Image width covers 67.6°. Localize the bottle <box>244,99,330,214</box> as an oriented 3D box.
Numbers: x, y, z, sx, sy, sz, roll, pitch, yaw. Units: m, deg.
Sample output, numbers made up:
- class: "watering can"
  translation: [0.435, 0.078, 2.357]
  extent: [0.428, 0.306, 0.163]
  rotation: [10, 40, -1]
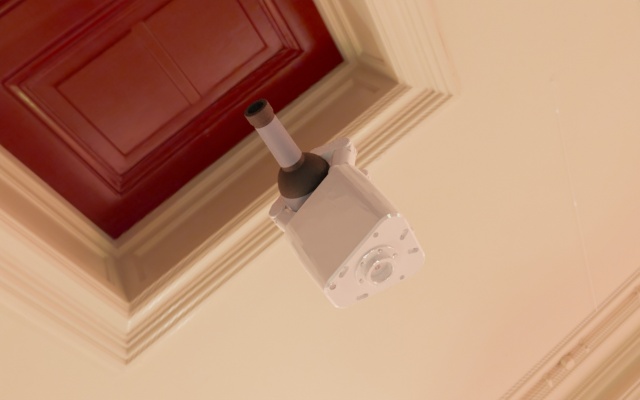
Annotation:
- class: "bottle"
  translation: [0.000, 0.002, 0.571]
  extent: [0.069, 0.069, 0.296]
  rotation: [0, -41, 36]
